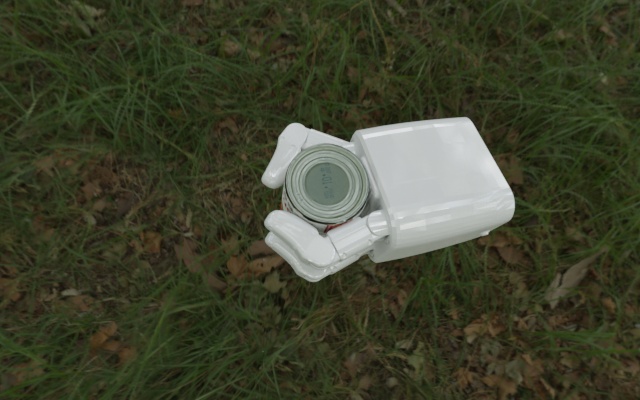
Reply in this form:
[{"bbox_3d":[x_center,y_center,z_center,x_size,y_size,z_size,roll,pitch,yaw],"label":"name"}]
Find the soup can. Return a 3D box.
[{"bbox_3d":[0.000,0.001,0.411,0.068,0.068,0.102,0,-17,-7],"label":"soup can"}]
